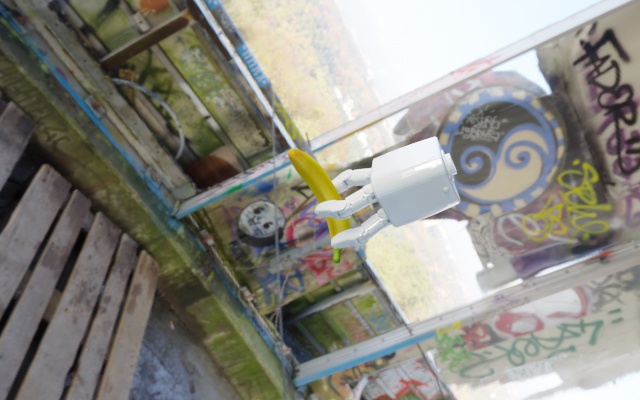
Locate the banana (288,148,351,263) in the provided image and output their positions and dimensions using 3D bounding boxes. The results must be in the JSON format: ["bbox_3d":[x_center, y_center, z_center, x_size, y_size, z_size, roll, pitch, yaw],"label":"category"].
[{"bbox_3d":[0.007,-0.001,0.766,0.037,0.198,0.069,-19,15,24],"label":"banana"}]
